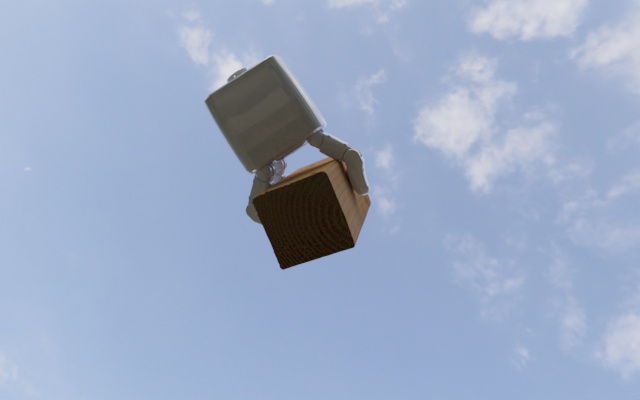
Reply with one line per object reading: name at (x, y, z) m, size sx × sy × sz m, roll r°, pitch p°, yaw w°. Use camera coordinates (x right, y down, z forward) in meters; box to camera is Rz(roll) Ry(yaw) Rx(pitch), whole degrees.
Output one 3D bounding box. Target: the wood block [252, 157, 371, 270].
wood block at (0.000, 0.001, 0.607) m, size 0.091 × 0.090 × 0.206 m, roll -20°, pitch 8°, yaw 15°
